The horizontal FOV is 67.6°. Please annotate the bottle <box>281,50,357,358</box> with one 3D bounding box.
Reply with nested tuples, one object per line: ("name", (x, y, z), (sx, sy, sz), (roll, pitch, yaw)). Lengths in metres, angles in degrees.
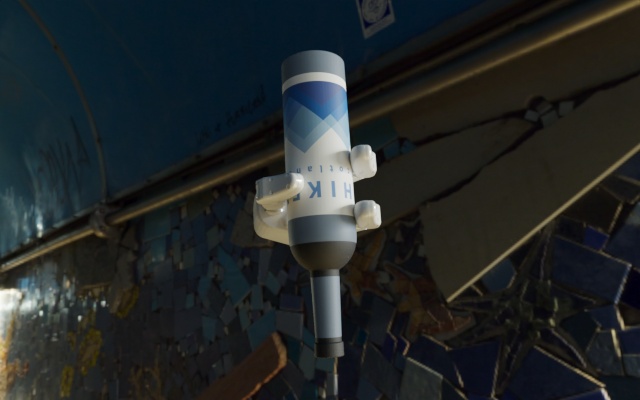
("bottle", (0.000, 0.001, 0.474), (0.069, 0.295, 0.069), (-3, -12, -1))
